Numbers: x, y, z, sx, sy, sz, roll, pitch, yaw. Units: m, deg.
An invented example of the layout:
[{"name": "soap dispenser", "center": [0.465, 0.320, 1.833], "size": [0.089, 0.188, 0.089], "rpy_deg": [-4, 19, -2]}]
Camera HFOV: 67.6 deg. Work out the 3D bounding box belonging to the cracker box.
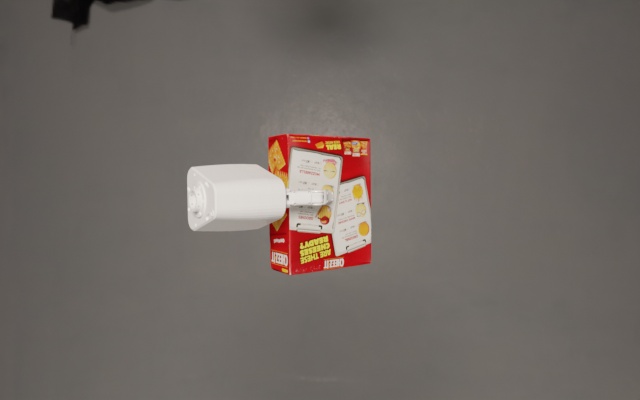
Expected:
[{"name": "cracker box", "center": [0.000, 0.002, 0.781], "size": [0.164, 0.214, 0.072], "rpy_deg": [-3, 4, -34]}]
